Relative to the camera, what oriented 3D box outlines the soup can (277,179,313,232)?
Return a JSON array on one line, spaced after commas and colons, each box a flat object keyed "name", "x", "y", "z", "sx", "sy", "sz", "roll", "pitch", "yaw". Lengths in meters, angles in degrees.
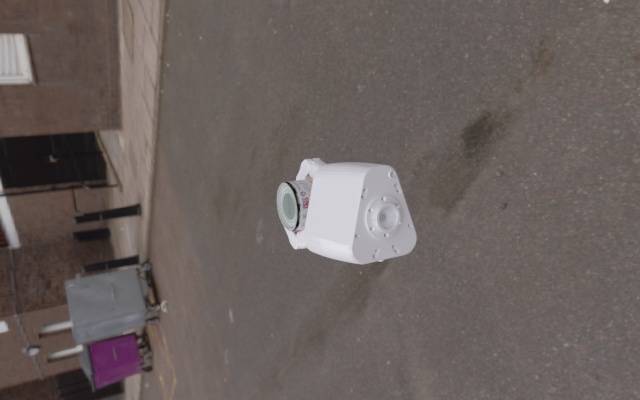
[{"name": "soup can", "x": 0.000, "y": 0.002, "z": 0.650, "sx": 0.102, "sy": 0.068, "sz": 0.068, "roll": -8, "pitch": 4, "yaw": -27}]
